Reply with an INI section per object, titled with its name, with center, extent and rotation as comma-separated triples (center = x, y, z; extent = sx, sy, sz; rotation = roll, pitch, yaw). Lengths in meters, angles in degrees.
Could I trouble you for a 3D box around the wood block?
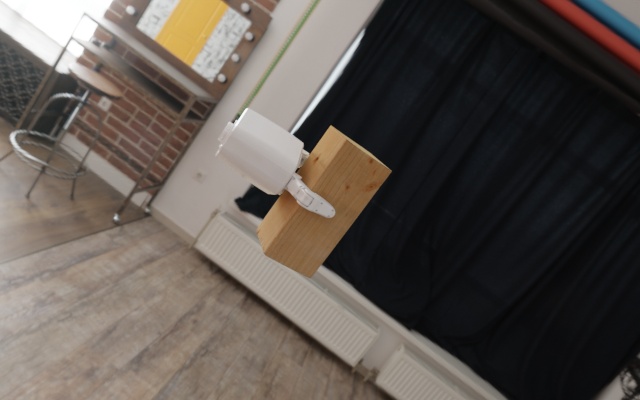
[wood block]
center = 0.000, 0.002, 0.733
extent = 0.090, 0.206, 0.090
rotation = 31, 11, -25
